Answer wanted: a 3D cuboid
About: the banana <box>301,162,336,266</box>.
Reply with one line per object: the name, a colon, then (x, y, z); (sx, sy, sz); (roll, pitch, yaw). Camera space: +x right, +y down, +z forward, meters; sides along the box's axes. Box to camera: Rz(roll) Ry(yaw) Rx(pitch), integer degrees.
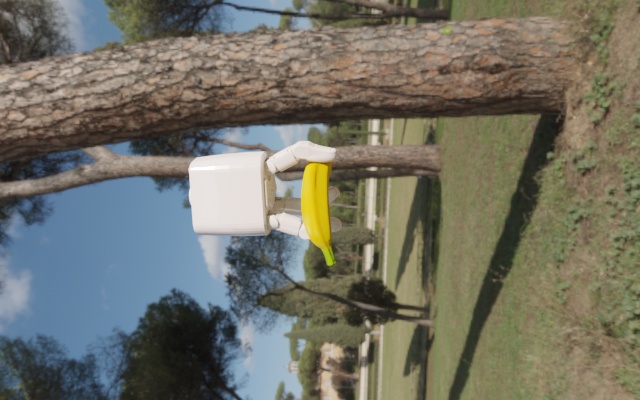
banana: (-0.003, -0.008, 0.648); (0.037, 0.197, 0.070); (-7, -45, 8)
